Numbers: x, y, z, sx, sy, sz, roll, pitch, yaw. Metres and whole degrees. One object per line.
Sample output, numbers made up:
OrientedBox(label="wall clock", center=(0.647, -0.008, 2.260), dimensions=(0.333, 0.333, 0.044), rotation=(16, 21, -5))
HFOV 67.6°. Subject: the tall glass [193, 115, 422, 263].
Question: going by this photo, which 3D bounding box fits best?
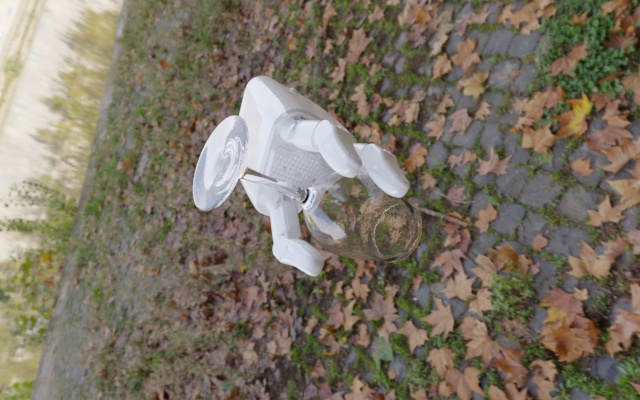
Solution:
OrientedBox(label="tall glass", center=(0.000, 0.001, 0.406), dimensions=(0.201, 0.079, 0.079), rotation=(22, -13, -36))
